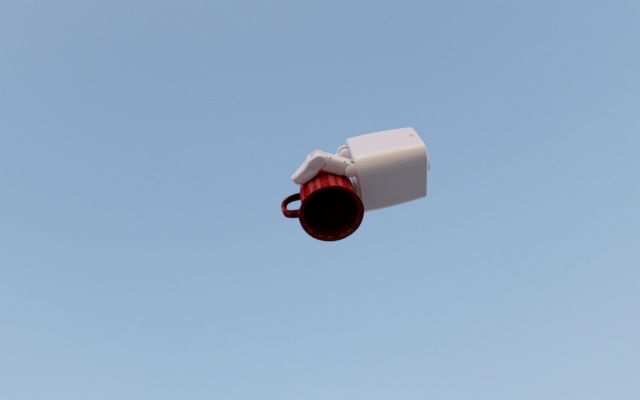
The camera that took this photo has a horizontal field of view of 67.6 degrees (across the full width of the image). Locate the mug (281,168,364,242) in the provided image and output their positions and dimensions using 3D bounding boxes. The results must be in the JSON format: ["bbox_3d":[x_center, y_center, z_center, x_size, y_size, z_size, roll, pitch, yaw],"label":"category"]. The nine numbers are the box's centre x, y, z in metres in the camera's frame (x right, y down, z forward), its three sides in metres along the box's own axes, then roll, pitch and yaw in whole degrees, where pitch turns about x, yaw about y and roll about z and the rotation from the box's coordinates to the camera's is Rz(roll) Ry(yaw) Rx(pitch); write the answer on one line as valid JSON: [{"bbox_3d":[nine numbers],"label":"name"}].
[{"bbox_3d":[-0.001,0.003,0.703,0.117,0.093,0.081,-11,30,0],"label":"mug"}]
